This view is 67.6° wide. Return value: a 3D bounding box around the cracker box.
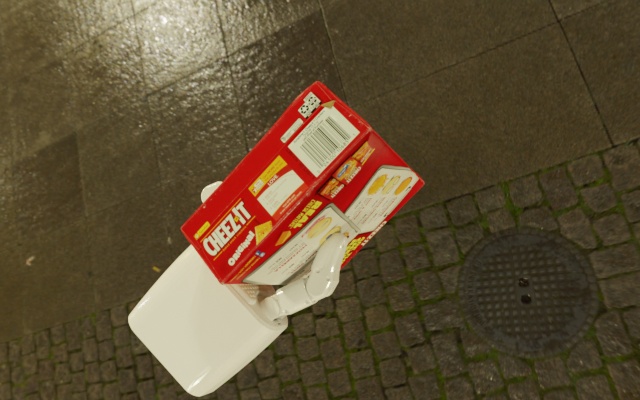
[{"bbox_3d":[0.000,0.002,0.452,0.072,0.164,0.214,47,10,22],"label":"cracker box"}]
